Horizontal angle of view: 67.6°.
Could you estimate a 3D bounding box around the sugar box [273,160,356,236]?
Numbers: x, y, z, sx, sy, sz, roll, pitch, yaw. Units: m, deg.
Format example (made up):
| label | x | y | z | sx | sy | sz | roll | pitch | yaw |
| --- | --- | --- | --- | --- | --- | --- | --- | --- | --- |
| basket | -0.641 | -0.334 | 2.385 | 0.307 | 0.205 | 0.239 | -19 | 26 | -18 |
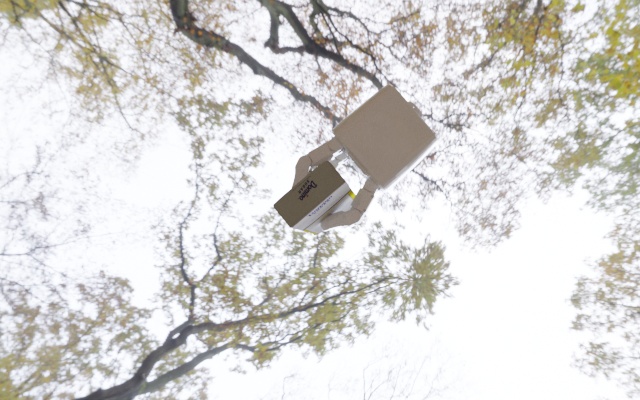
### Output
| label | x | y | z | sx | sy | sz | roll | pitch | yaw |
| --- | --- | --- | --- | --- | --- | --- | --- | --- | --- |
| sugar box | 0.000 | 0.002 | 0.677 | 0.093 | 0.048 | 0.176 | -40 | -15 | 2 |
